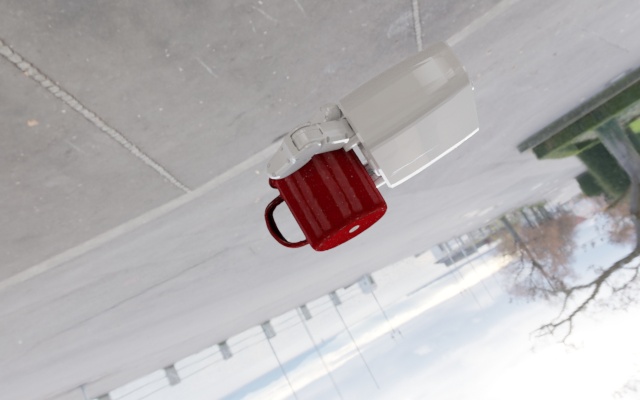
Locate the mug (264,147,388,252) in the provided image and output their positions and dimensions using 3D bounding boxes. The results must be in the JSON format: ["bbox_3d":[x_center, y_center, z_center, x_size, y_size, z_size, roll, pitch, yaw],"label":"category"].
[{"bbox_3d":[-0.001,0.002,0.455,0.117,0.081,0.093,-33,-15,8],"label":"mug"}]
